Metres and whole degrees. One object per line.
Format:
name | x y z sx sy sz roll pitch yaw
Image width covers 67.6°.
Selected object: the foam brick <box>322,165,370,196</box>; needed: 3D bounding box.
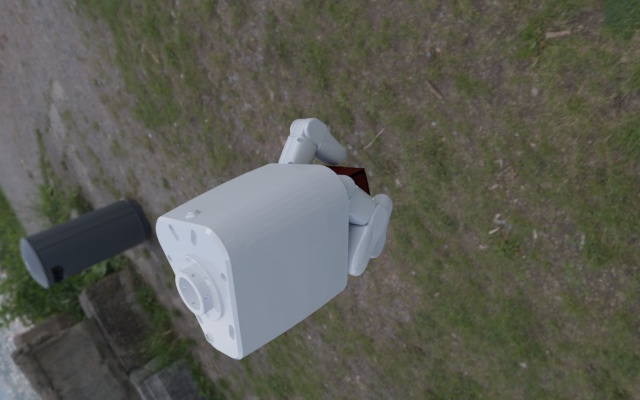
foam brick | 0.000 0.001 0.424 0.051 0.053 0.078 -28 23 -38
